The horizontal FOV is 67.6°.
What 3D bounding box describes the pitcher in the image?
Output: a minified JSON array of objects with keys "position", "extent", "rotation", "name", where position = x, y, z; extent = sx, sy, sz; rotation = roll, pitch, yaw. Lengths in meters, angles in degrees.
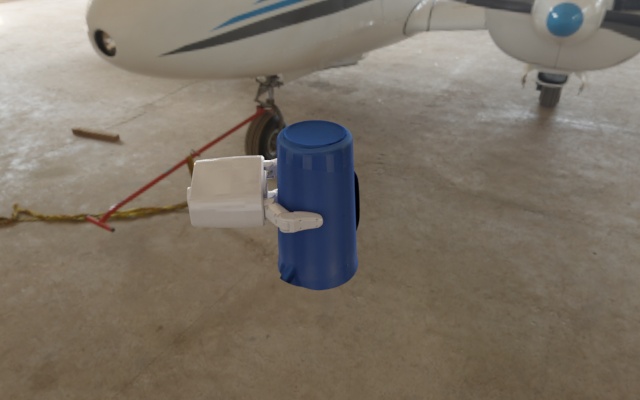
[{"position":[0.000,0.002,0.739],"extent":[0.145,0.243,0.149],"rotation":[-3,32,-3],"name":"pitcher"}]
